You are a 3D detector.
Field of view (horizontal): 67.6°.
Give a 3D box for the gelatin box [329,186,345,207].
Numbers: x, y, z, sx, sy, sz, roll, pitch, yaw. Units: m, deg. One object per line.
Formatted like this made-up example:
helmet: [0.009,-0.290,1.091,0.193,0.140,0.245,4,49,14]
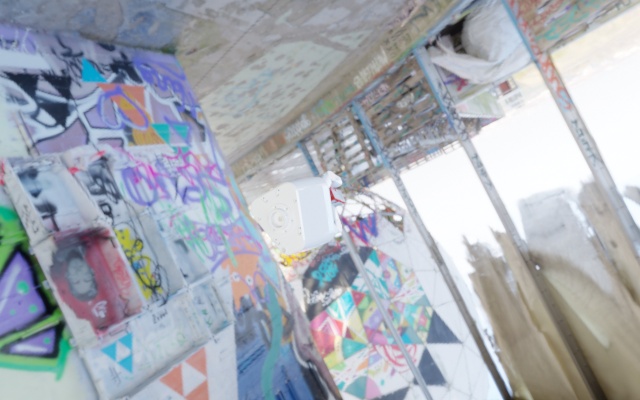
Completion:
gelatin box: [0.000,0.003,0.895,0.073,0.030,0.089,-25,-11,13]
